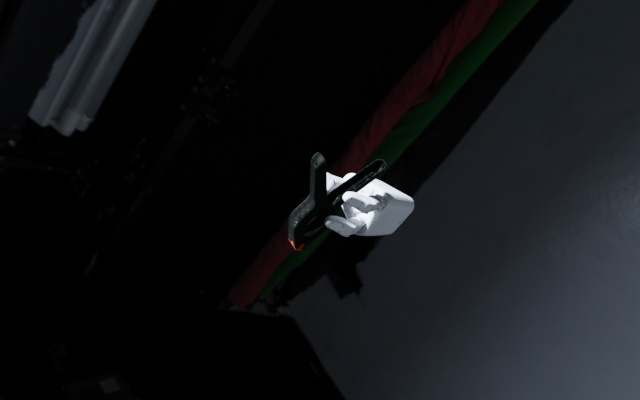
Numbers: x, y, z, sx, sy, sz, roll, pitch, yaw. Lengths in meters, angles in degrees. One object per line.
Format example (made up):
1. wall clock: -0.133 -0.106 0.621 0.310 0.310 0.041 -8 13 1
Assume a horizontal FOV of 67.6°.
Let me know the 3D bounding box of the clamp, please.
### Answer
1. clamp: 0.000 0.002 0.785 0.164 0.210 0.036 9 38 -50
